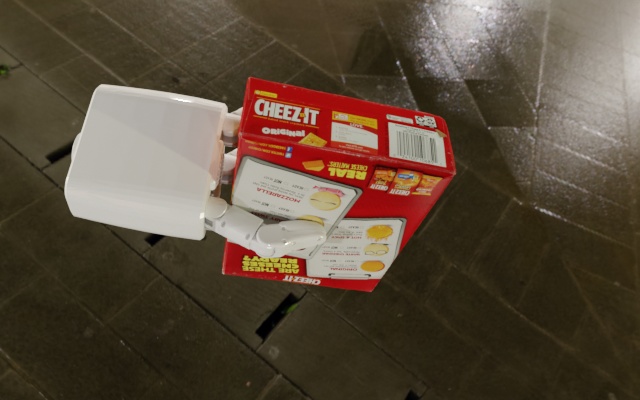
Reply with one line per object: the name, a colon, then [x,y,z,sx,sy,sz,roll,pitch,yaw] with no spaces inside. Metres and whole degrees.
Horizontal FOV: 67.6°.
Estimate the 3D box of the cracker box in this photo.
cracker box: [0.000,0.001,0.440,0.164,0.072,0.214,9,-36,-9]
